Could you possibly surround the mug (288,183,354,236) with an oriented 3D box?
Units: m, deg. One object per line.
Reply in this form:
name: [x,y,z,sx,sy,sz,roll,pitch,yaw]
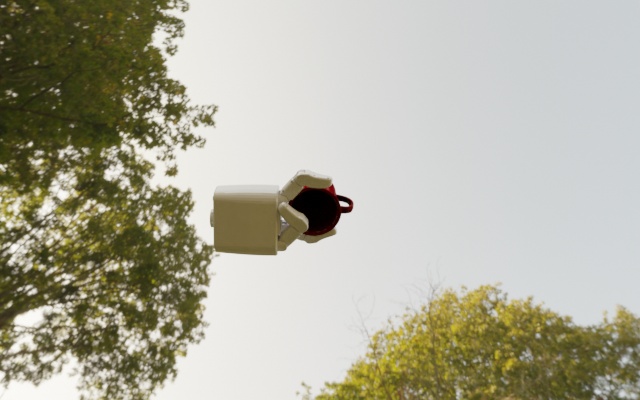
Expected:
mug: [0.002,0.003,0.840,0.117,0.093,0.081,1,25,-2]
